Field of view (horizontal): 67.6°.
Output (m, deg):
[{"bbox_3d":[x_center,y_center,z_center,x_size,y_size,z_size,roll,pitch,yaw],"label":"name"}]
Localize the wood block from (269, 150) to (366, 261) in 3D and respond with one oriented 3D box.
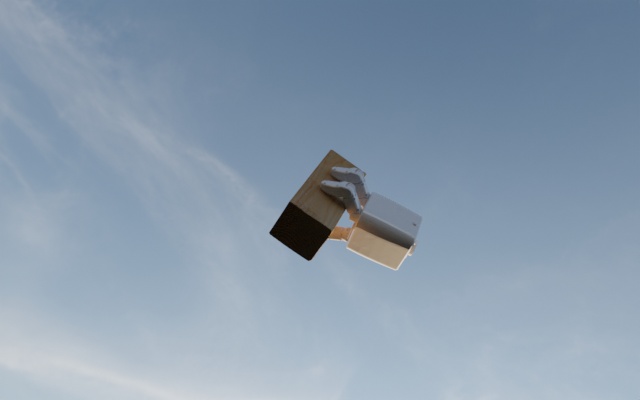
[{"bbox_3d":[0.000,0.003,0.886,0.090,0.091,0.206,35,37,0],"label":"wood block"}]
